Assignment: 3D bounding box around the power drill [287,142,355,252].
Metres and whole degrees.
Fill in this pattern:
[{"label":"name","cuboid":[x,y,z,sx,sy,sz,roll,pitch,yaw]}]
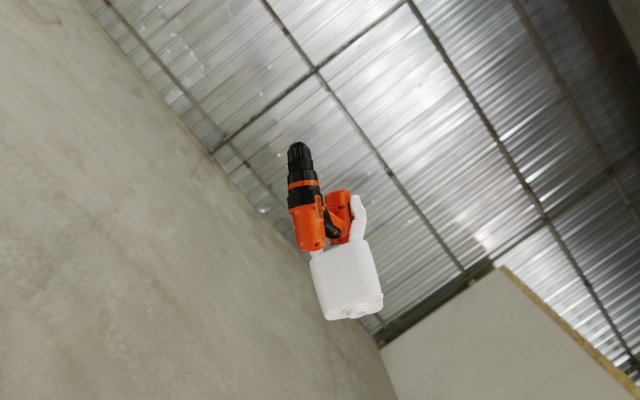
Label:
[{"label":"power drill","cuboid":[0.000,0.003,0.840,0.057,0.184,0.188,-12,-14,23]}]
